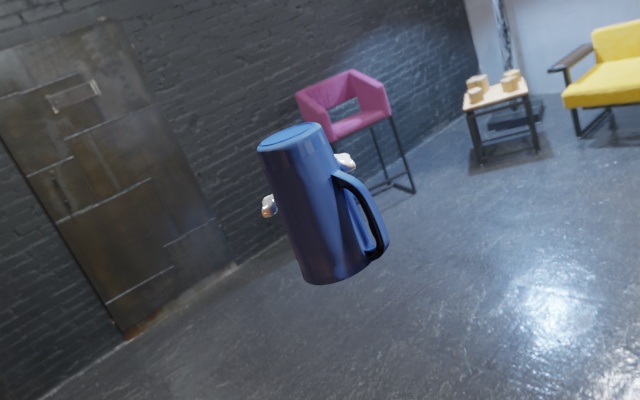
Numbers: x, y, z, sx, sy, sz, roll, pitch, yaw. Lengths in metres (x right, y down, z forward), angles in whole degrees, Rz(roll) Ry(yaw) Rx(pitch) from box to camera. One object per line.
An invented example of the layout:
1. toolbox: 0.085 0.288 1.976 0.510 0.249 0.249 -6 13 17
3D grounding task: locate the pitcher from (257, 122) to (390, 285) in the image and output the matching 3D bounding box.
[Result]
1. pitcher: 0.000 0.002 0.765 0.149 0.243 0.145 -23 19 -4
